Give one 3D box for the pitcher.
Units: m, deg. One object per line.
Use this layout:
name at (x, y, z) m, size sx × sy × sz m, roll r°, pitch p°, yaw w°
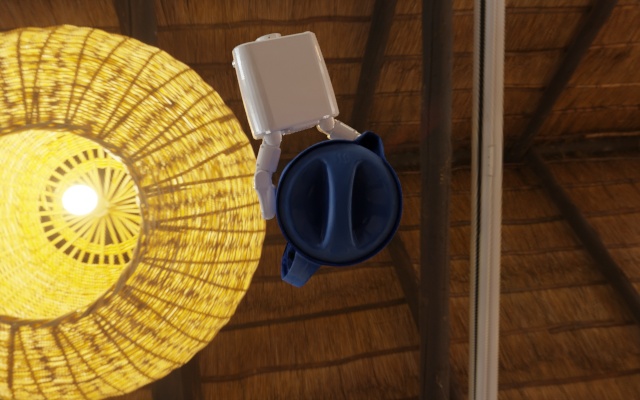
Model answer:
pitcher at (0.000, 0.002, 0.603) m, size 0.149 × 0.145 × 0.243 m, roll -19°, pitch 7°, yaw -5°
